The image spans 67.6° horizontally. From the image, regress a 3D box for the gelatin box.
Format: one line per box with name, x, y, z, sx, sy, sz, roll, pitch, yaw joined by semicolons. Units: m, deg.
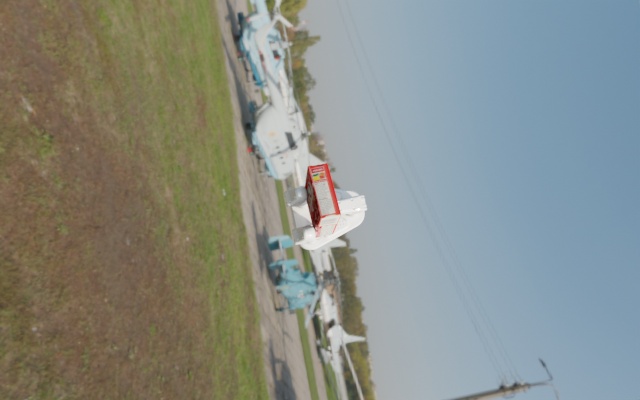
gelatin box;0.001;0.002;0.638;0.030;0.073;0.089;-11;-19;-10
